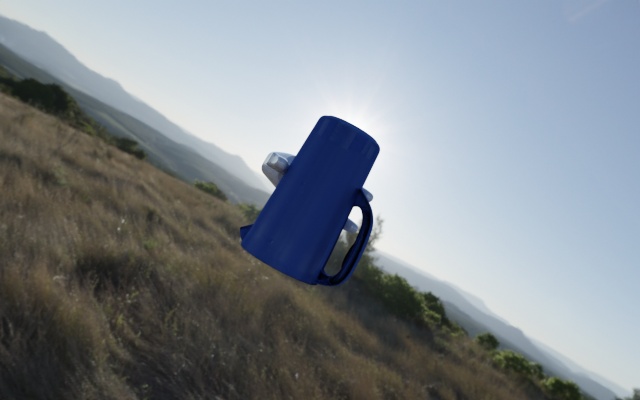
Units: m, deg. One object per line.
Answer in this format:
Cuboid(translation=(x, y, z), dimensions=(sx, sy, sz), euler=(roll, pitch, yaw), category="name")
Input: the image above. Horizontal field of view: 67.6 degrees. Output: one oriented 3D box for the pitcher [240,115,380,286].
Cuboid(translation=(0.000, 0.002, 0.731), dimensions=(0.149, 0.243, 0.145), euler=(29, -1, -26), category="pitcher")
